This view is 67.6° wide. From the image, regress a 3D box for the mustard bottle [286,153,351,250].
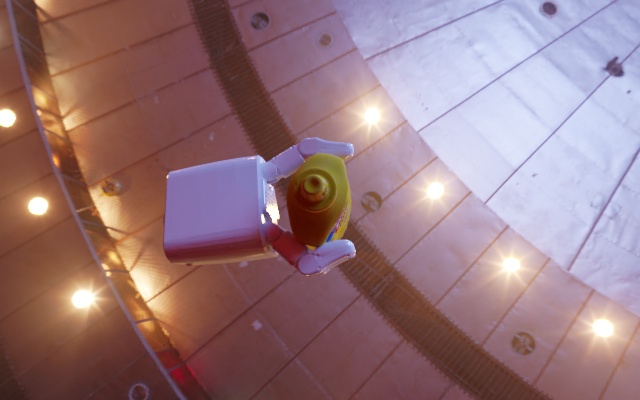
[{"bbox_3d":[0.000,0.002,0.506,0.058,0.096,0.192,16,-8,7],"label":"mustard bottle"}]
